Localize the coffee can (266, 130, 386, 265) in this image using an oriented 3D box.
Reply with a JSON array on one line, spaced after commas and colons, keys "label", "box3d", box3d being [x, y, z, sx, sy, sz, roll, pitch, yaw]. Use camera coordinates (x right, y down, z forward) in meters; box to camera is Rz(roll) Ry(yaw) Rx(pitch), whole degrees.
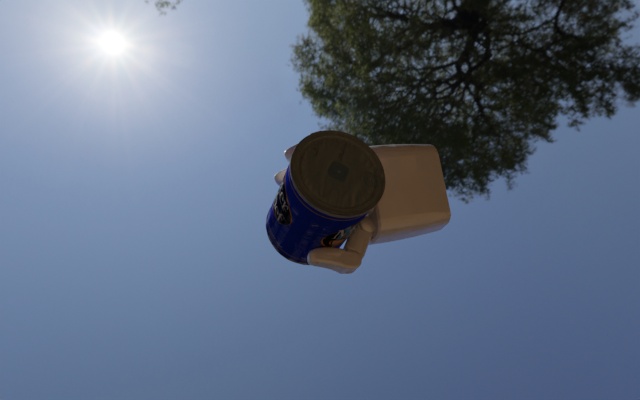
[{"label": "coffee can", "box3d": [0.000, 0.002, 0.547, 0.103, 0.102, 0.140, 0, -28, -18]}]
